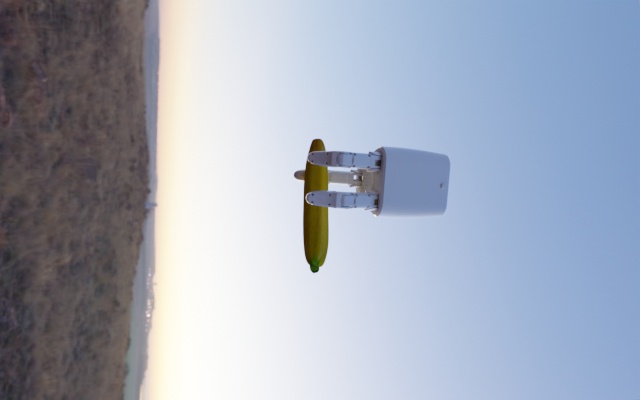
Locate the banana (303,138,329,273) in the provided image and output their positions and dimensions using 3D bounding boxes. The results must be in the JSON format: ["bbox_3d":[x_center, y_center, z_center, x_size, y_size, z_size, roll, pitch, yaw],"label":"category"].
[{"bbox_3d":[-0.004,0.012,0.684,0.037,0.197,0.070,4,-20,-13],"label":"banana"}]
